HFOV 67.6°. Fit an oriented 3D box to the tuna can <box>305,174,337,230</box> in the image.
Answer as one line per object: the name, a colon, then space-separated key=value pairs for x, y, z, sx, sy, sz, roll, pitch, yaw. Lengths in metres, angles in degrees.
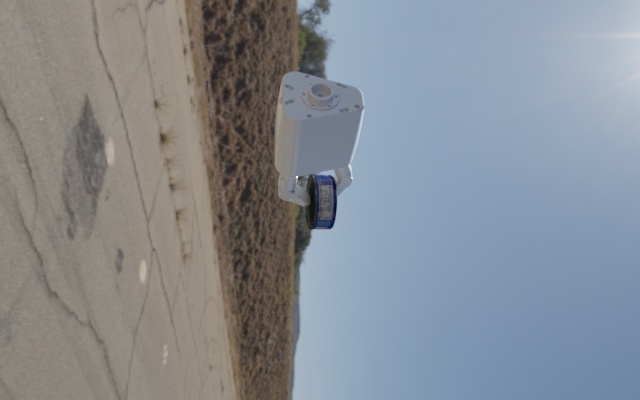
tuna can: x=0.001 y=0.002 z=0.731 sx=0.034 sy=0.086 sz=0.086 roll=1 pitch=0 yaw=-12
